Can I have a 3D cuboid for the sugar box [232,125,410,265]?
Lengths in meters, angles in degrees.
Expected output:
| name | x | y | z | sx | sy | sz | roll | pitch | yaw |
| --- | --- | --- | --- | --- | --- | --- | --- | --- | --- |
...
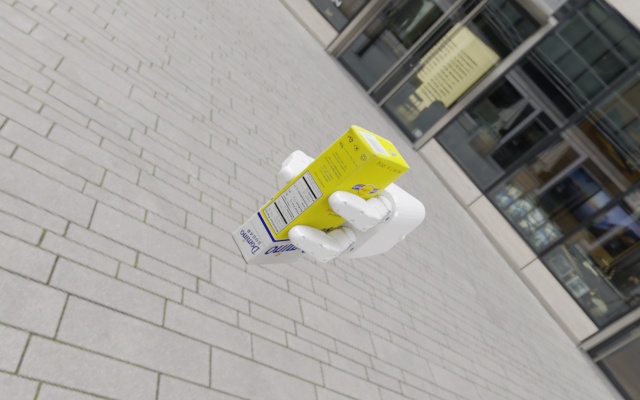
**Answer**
| name | x | y | z | sx | sy | sz | roll | pitch | yaw |
| --- | --- | --- | --- | --- | --- | --- | --- | --- | --- |
| sugar box | 0.001 | 0.002 | 0.497 | 0.176 | 0.048 | 0.093 | -43 | -24 | 20 |
